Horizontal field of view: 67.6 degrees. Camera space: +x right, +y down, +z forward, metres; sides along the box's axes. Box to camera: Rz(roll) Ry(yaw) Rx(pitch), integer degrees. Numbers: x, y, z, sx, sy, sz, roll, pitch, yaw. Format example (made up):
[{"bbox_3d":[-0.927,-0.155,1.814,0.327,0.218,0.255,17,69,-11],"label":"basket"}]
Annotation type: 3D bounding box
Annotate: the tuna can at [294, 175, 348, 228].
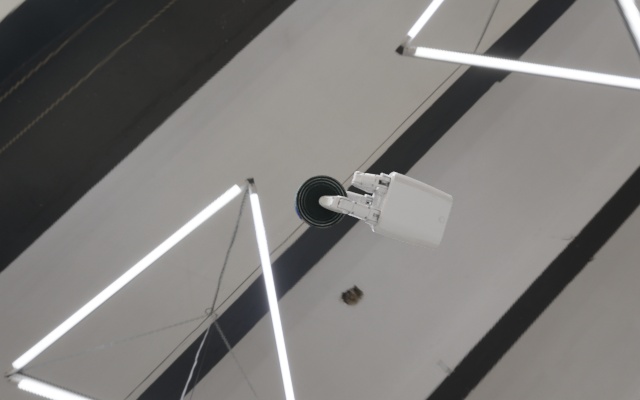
[{"bbox_3d":[0.000,0.003,0.783,0.086,0.086,0.034,0,-2,-10],"label":"tuna can"}]
